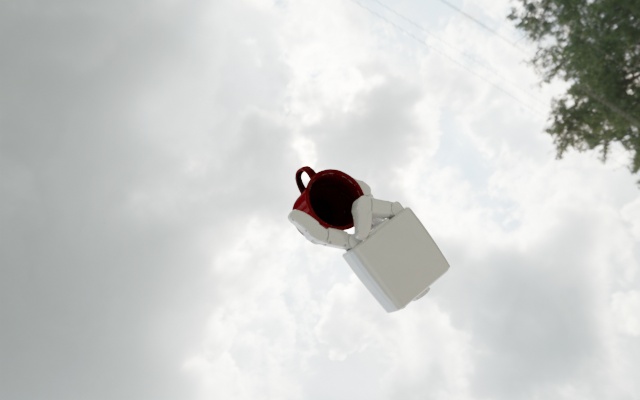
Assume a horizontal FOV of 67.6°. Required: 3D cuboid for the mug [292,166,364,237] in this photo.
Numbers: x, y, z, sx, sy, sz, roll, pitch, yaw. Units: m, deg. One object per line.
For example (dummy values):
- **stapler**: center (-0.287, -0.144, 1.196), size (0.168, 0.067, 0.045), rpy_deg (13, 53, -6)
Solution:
- **mug**: center (-0.001, 0.001, 0.705), size (0.093, 0.117, 0.081), rpy_deg (-35, -4, -31)
